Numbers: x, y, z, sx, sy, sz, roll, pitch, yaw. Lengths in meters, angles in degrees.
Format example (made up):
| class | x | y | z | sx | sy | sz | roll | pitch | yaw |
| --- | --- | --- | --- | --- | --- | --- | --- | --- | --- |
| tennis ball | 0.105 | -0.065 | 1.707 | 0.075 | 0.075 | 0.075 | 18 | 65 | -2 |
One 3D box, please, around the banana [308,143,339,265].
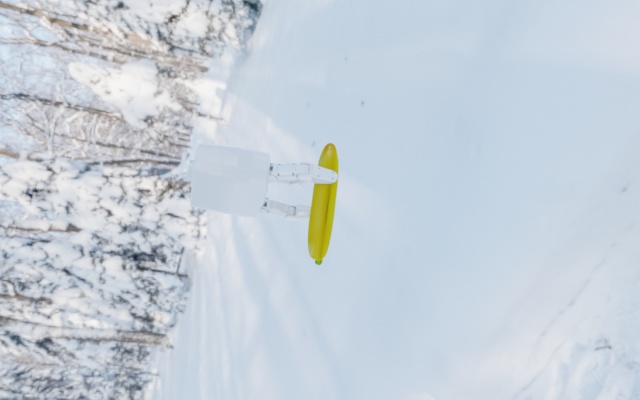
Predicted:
| class | x | y | z | sx | sy | sz | roll | pitch | yaw |
| --- | --- | --- | --- | --- | --- | --- | --- | --- | --- |
| banana | 0.002 | 0.007 | 0.738 | 0.037 | 0.198 | 0.069 | 7 | 3 | -9 |
